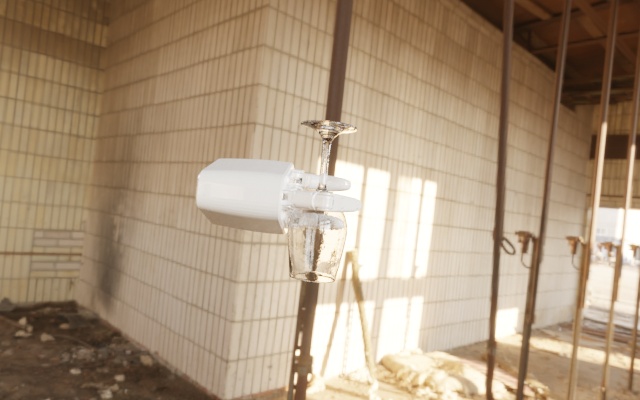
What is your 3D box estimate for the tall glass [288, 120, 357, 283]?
[{"bbox_3d":[0.000,0.001,0.621,0.079,0.201,0.079,6,-1,0],"label":"tall glass"}]
